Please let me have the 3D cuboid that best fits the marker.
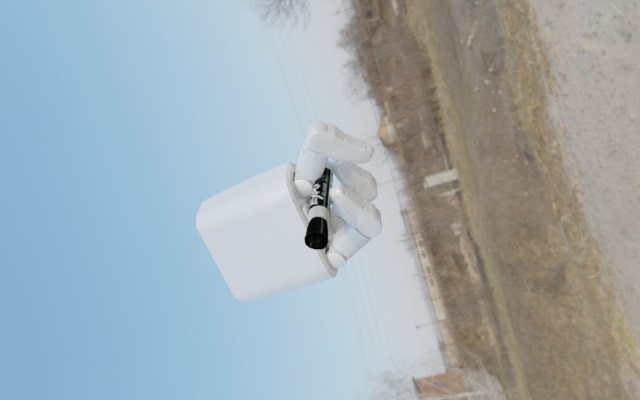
[{"bbox_3d":[0.000,0.001,0.414,0.020,0.020,0.121,0,34,4],"label":"marker"}]
